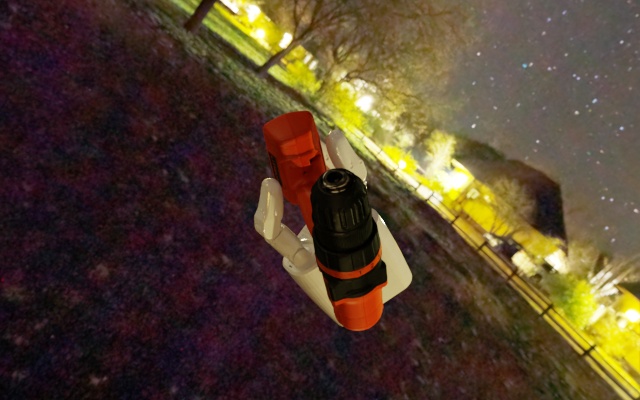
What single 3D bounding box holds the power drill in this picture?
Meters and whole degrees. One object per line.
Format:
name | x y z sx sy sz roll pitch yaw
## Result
power drill | 0.000 0.001 0.426 0.057 0.185 0.187 -18 47 -7
